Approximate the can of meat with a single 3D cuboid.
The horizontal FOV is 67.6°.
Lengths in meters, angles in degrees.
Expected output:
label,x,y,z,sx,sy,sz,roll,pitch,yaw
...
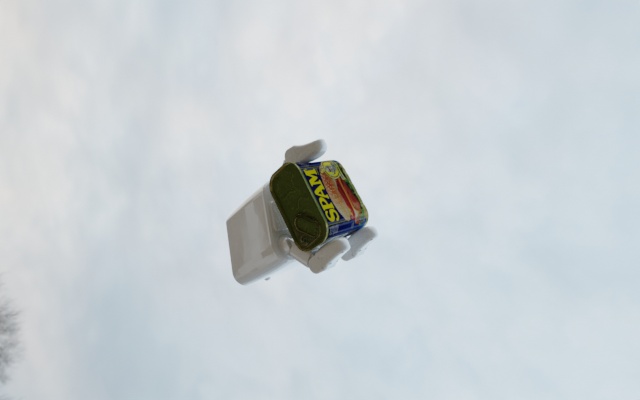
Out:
label,x,y,z,sx,sy,sz,roll,pitch,yaw
can of meat,0.000,0.002,0.571,0.084,0.102,0.057,-12,-20,-48
